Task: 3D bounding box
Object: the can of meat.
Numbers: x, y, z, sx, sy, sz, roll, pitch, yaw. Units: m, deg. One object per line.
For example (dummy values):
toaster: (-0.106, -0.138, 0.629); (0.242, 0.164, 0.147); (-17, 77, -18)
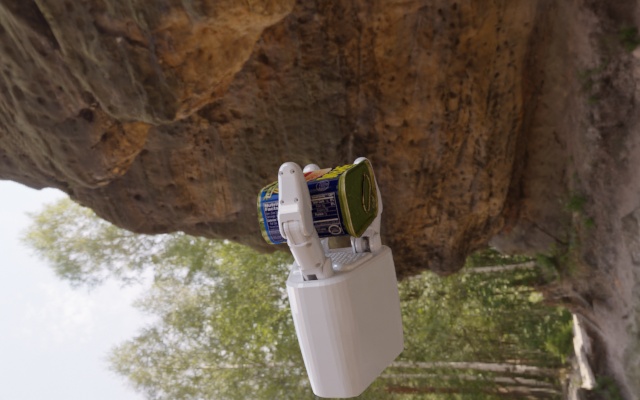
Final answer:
can of meat: (0.000, 0.001, 0.439); (0.084, 0.057, 0.102); (-8, 11, 21)
